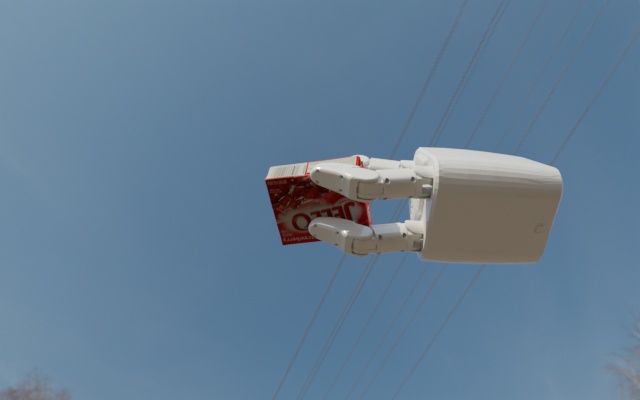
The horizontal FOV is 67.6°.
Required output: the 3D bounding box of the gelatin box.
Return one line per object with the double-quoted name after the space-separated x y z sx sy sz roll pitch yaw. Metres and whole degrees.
0.000 0.001 0.447 0.089 0.073 0.030 -6 29 11 "gelatin box"
